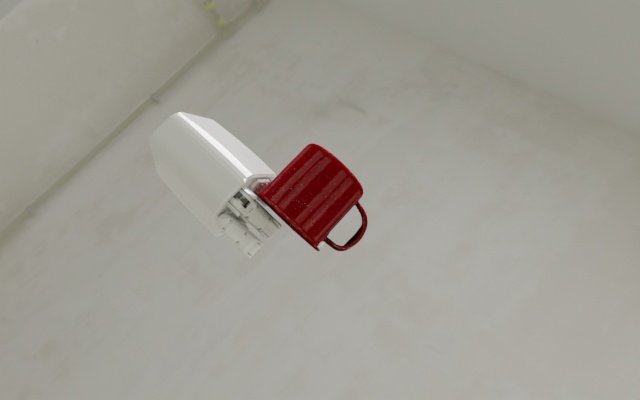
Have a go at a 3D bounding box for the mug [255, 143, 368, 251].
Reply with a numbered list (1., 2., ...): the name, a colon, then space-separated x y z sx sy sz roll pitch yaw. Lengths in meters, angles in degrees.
1. mug: 0.001 0.002 0.510 0.117 0.081 0.093 43 -6 5
